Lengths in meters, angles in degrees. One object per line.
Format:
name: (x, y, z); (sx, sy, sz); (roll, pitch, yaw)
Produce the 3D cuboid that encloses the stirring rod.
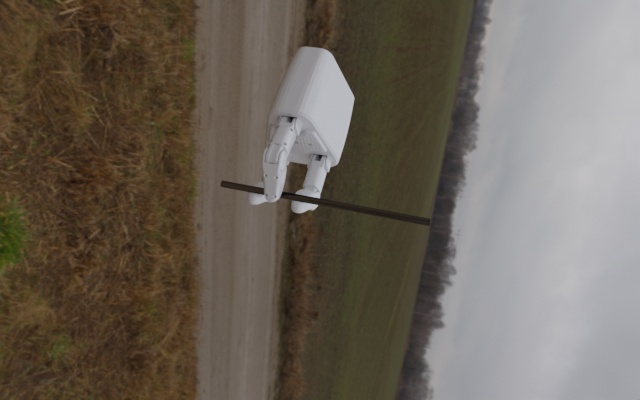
stirring rod: (0.000, 0.002, 0.529); (0.239, 0.011, 0.011); (11, 2, 14)
